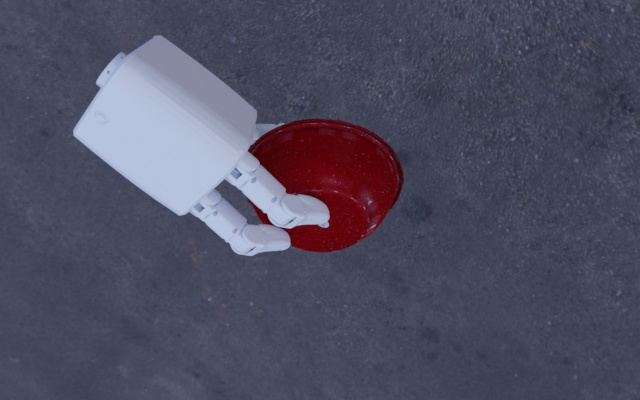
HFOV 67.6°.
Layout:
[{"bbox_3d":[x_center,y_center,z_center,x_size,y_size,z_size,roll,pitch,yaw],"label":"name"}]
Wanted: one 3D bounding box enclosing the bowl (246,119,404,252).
[{"bbox_3d":[0.001,0.002,0.458,0.162,0.055,0.162,1,-42,1],"label":"bowl"}]
